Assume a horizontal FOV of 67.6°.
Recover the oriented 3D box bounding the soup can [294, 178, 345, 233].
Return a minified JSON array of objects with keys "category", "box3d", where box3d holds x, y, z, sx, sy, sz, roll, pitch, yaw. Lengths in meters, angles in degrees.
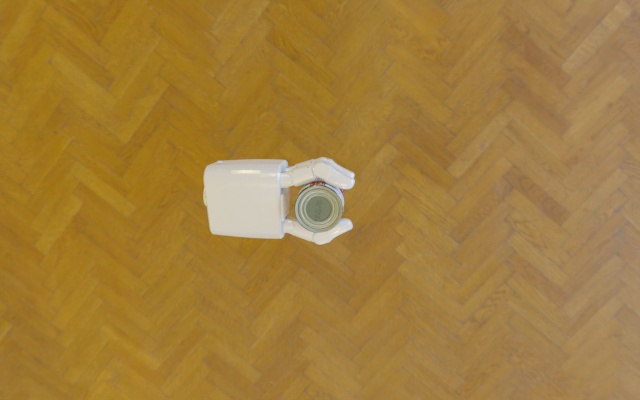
[{"category":"soup can","box3d":[0.001,0.002,0.686,0.068,0.068,0.102,0,11,4]}]
